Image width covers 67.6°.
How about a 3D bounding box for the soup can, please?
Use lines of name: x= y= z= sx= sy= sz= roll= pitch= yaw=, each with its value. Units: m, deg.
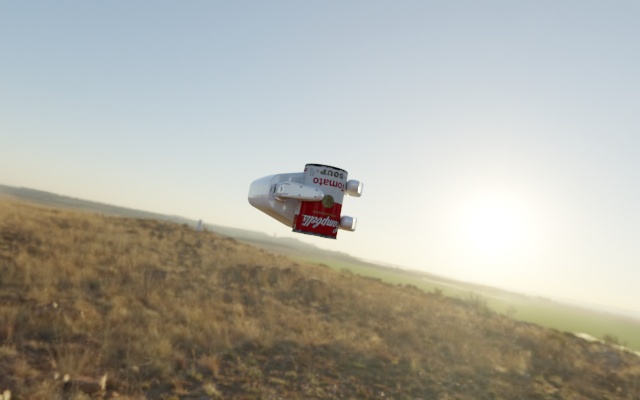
soup can: x=0.000 y=0.002 z=0.702 sx=0.068 sy=0.102 sz=0.068 roll=11 pitch=-5 yaw=1
